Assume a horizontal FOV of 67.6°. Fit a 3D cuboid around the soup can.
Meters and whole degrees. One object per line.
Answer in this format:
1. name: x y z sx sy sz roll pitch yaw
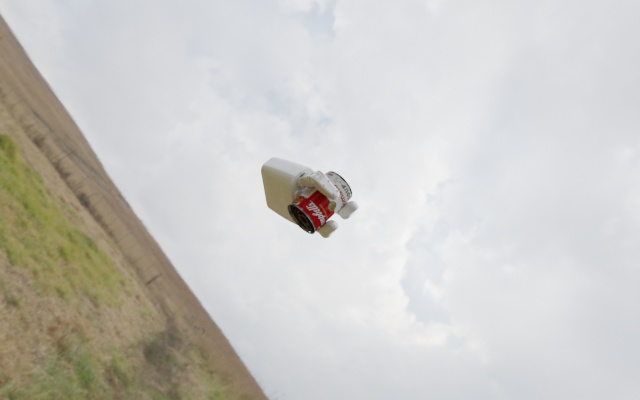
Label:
1. soup can: 0.001 0.003 0.861 0.102 0.068 0.068 -42 19 -23
